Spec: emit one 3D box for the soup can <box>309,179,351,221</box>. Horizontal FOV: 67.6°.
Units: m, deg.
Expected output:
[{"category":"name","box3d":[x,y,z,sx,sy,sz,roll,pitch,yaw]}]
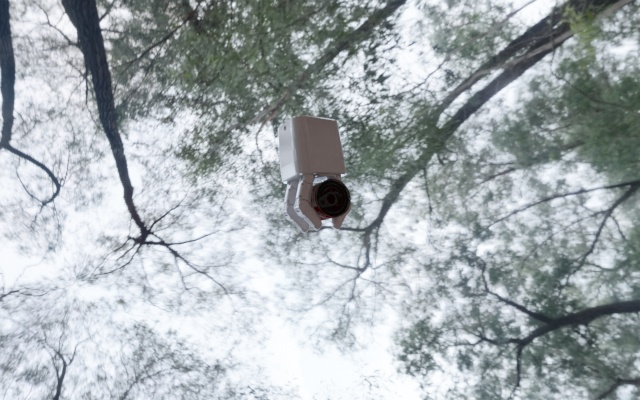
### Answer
[{"category":"soup can","box3d":[0.000,0.003,0.867,0.068,0.068,0.102,0,-9,-27]}]
